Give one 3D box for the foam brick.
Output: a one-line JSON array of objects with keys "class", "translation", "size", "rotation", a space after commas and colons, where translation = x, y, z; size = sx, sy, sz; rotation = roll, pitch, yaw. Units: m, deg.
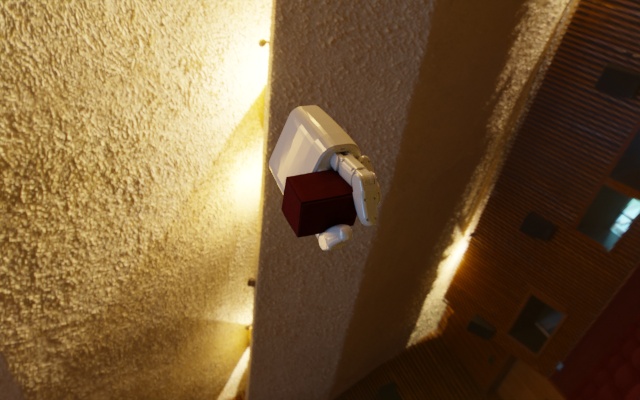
[{"class": "foam brick", "translation": [0.000, 0.002, 0.557], "size": [0.078, 0.053, 0.051], "rotation": [-10, 43, -26]}]
